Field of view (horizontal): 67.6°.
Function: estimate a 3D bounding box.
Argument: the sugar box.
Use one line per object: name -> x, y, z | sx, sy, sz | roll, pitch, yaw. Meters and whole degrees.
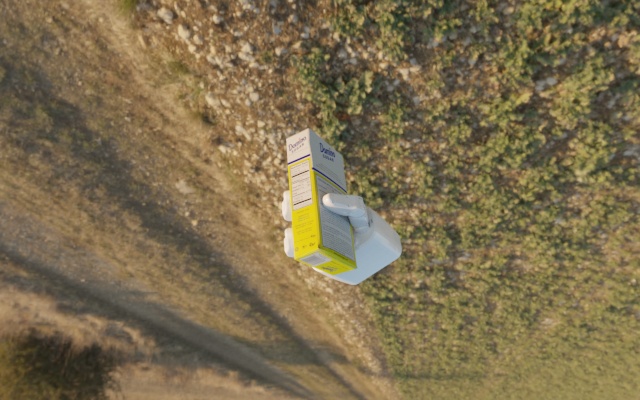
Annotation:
sugar box -> 0.000, 0.002, 0.636 | 0.048, 0.176, 0.093 | -23, -32, 25
